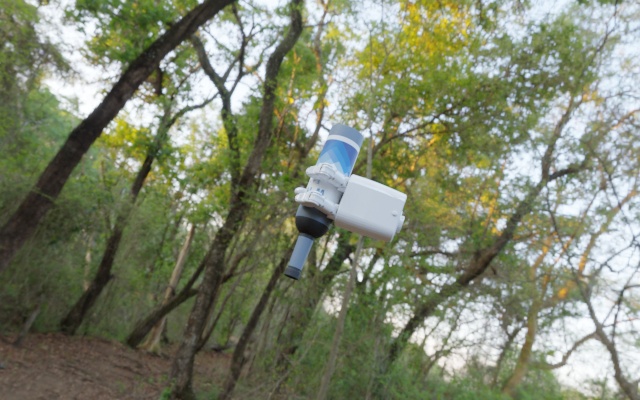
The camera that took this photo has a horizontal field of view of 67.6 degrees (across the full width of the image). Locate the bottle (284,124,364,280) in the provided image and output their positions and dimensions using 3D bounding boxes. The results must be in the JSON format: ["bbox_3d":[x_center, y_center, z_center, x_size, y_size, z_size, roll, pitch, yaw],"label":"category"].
[{"bbox_3d":[0.000,0.003,0.873,0.069,0.295,0.069,20,-17,6],"label":"bottle"}]
